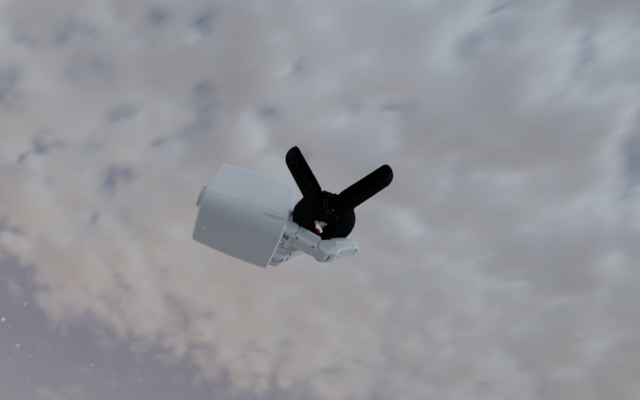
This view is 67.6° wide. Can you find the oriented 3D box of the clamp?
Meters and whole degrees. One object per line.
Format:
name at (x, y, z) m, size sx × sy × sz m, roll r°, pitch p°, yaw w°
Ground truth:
clamp at (0.000, 0.002, 0.576) m, size 0.120 × 0.039 × 0.172 m, roll 21°, pitch -45°, yaw -7°
